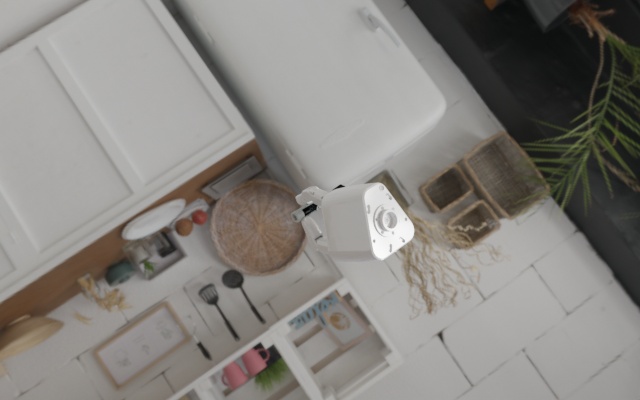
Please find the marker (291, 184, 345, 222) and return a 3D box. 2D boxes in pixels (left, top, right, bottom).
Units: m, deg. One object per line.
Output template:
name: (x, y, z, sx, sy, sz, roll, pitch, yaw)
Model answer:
marker: (0.000, 0.003, 0.835, 0.121, 0.020, 0.020, -31, 17, -32)
